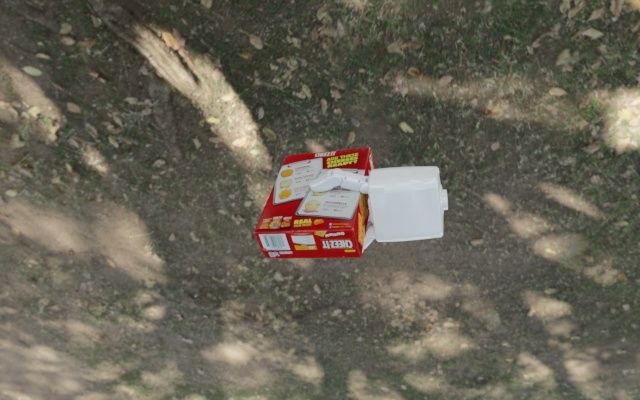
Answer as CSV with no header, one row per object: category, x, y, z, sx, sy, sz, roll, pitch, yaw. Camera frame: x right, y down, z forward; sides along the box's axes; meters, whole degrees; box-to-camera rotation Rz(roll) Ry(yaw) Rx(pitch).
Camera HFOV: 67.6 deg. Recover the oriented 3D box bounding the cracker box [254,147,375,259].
cracker box,0.000,0.003,0.814,0.164,0.072,0.213,-3,39,17
